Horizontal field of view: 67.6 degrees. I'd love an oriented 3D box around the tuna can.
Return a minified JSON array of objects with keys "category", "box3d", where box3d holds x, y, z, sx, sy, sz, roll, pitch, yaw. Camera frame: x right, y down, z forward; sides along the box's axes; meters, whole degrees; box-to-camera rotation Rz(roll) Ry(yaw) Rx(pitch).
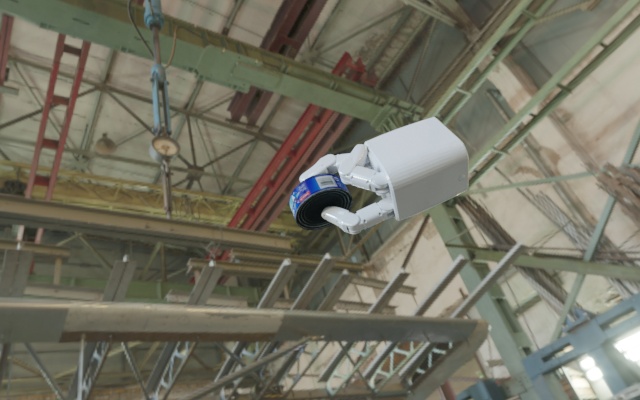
[{"category":"tuna can","box3d":[0.000,0.002,0.675,0.086,0.033,0.086,-16,-37,-13]}]
